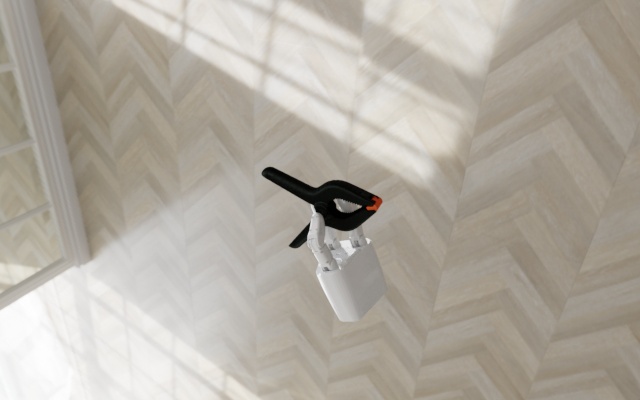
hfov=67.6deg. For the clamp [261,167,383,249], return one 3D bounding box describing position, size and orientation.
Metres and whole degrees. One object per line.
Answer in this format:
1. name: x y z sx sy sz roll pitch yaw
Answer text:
1. clamp: 0.000 0.003 0.808 0.210 0.165 0.036 -10 25 34
